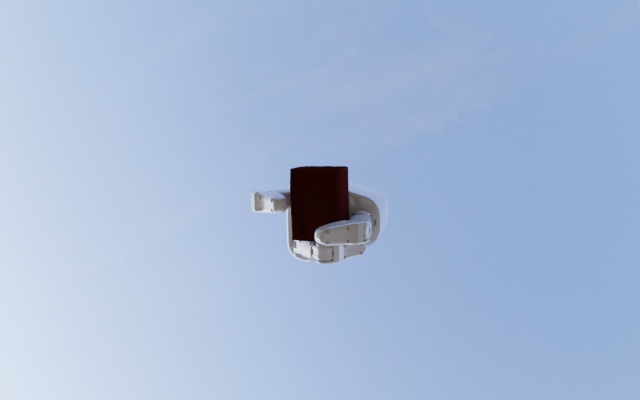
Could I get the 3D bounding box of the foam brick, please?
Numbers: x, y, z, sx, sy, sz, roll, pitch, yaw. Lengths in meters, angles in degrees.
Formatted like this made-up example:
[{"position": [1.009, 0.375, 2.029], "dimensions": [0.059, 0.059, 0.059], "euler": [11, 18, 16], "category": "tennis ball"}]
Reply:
[{"position": [0.000, 0.001, 0.507], "dimensions": [0.053, 0.078, 0.051], "euler": [1, 8, 14], "category": "foam brick"}]
